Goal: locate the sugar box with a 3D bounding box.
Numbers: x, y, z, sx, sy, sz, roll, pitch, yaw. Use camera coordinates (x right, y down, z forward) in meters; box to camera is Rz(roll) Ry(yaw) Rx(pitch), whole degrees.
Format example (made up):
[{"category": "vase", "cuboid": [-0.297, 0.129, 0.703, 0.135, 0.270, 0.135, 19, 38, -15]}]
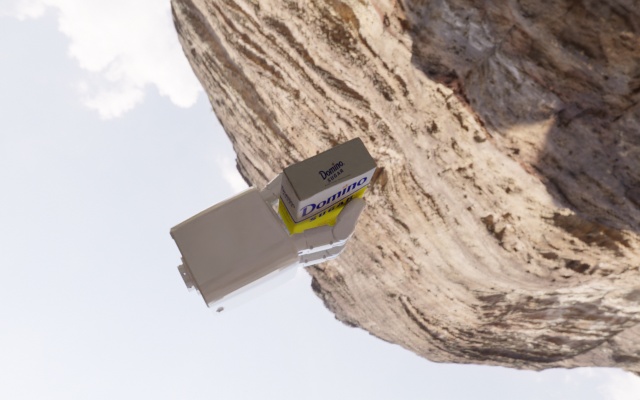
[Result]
[{"category": "sugar box", "cuboid": [0.000, 0.002, 0.555, 0.093, 0.048, 0.176, -25, -16, -16]}]
